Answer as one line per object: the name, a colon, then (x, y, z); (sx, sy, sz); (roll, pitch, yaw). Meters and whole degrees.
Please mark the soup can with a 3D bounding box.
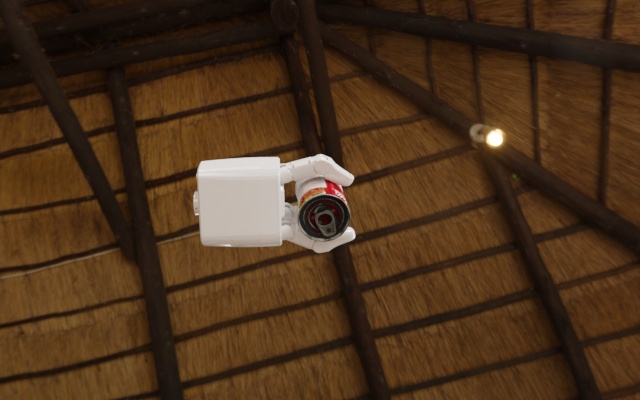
soup can: (0.001, 0.002, 0.651); (0.068, 0.068, 0.102); (0, 25, -6)
